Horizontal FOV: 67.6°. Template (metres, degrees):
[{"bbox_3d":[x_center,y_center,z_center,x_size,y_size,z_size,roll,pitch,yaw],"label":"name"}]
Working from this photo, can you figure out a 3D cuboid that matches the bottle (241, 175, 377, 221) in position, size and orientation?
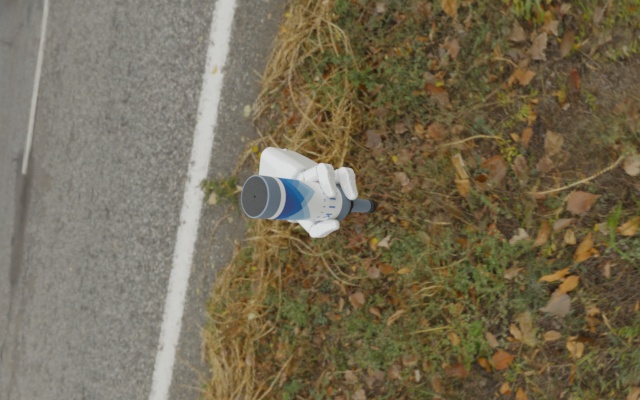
[{"bbox_3d":[0.000,0.003,0.828,0.069,0.069,0.296,0,-3,43],"label":"bottle"}]
